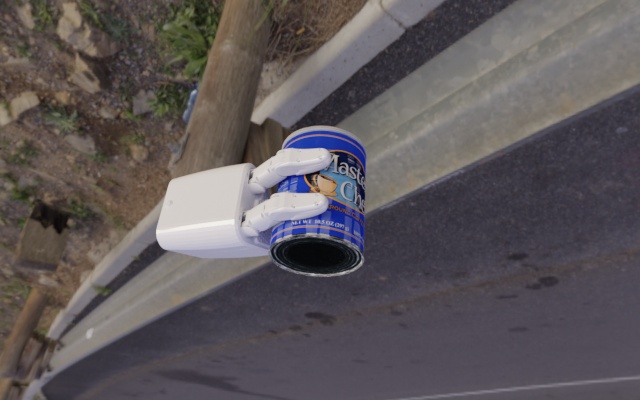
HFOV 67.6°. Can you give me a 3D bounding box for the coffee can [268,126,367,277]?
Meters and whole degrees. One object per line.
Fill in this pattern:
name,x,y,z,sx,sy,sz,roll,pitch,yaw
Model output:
coffee can,0.000,0.002,0.541,0.103,0.140,0.103,3,-31,2
